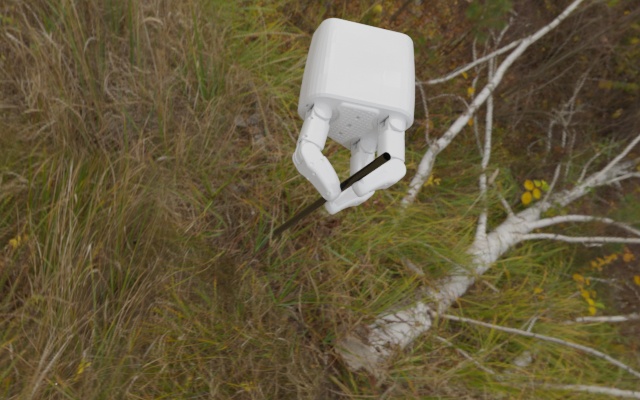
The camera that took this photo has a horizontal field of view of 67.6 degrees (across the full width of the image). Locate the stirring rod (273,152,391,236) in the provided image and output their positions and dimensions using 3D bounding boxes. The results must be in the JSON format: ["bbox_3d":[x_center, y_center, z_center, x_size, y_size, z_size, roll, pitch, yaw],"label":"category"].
[{"bbox_3d":[0.000,0.002,0.496,0.011,0.011,0.239,0,-19,-29],"label":"stirring rod"}]
